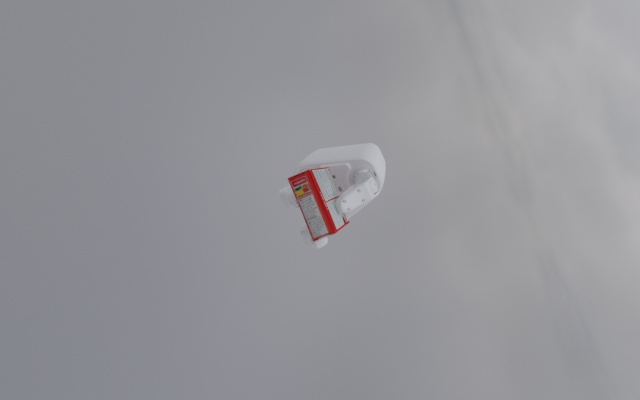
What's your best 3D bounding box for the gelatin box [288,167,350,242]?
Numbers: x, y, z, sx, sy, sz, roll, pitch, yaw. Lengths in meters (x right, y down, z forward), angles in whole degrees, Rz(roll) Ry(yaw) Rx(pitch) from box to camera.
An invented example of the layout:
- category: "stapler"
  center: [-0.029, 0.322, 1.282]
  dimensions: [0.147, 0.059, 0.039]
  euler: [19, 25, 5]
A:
- category: "gelatin box"
  center: [0.000, 0.002, 0.538]
  dimensions: [0.030, 0.073, 0.089]
  euler: [-22, 0, 14]
